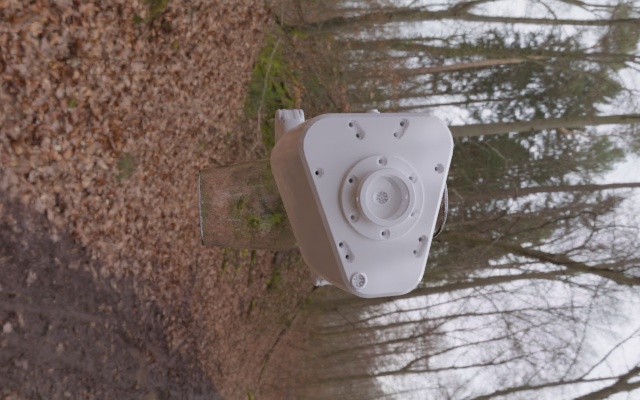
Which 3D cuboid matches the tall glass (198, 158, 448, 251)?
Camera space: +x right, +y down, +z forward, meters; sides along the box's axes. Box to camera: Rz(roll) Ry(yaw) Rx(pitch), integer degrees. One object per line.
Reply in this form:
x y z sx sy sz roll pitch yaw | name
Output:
0.001 0.001 0.408 0.201 0.079 0.079 -3 0 -12 | tall glass
